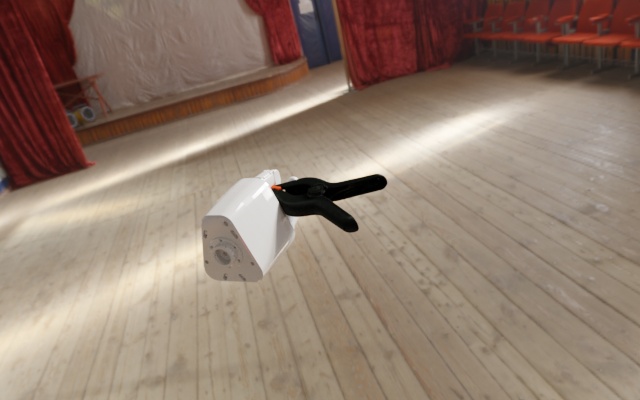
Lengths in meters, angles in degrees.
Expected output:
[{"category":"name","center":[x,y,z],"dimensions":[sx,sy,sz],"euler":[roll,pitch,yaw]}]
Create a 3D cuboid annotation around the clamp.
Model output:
[{"category":"clamp","center":[0.000,0.002,0.673],"dimensions":[0.171,0.039,0.120],"euler":[-3,28,23]}]
